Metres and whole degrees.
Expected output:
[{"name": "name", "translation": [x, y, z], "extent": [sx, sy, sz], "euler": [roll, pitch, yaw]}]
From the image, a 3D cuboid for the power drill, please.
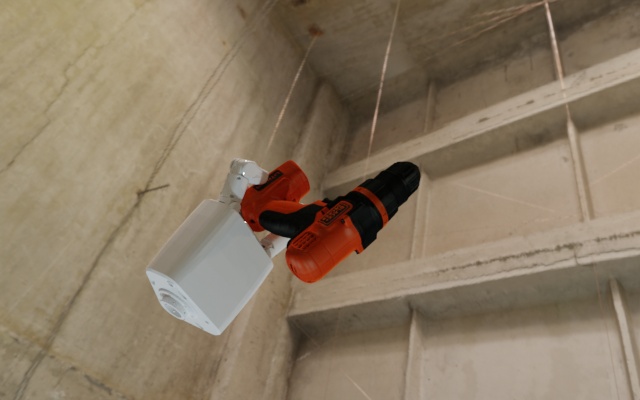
[{"name": "power drill", "translation": [0.000, 0.002, 0.557], "extent": [0.184, 0.057, 0.187], "euler": [-37, 31, -24]}]
